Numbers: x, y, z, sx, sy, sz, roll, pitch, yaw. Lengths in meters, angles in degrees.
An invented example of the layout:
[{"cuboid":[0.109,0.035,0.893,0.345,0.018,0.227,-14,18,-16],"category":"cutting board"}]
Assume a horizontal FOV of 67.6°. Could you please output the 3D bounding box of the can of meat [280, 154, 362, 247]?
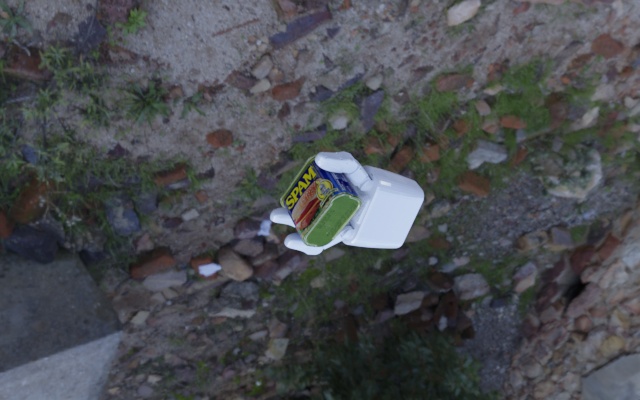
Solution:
[{"cuboid":[0.000,0.002,0.656,0.057,0.102,0.084,14,33,-40],"category":"can of meat"}]
